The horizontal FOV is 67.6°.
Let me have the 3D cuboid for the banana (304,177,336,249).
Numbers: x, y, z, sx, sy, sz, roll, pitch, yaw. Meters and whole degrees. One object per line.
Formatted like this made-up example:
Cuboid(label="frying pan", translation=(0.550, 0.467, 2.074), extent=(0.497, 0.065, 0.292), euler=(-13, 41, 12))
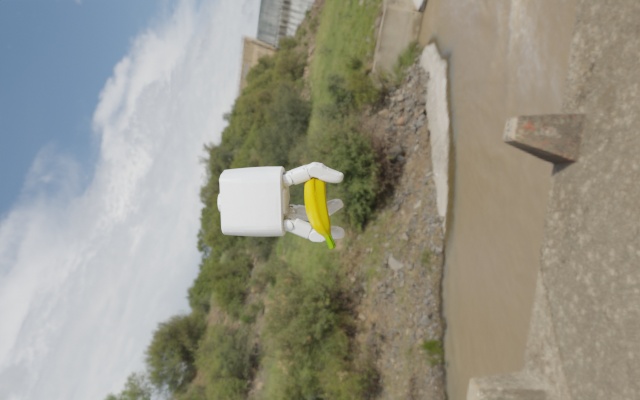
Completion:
Cuboid(label="banana", translation=(-0.005, -0.008, 0.815), extent=(0.037, 0.070, 0.197), euler=(-13, 42, 9))
